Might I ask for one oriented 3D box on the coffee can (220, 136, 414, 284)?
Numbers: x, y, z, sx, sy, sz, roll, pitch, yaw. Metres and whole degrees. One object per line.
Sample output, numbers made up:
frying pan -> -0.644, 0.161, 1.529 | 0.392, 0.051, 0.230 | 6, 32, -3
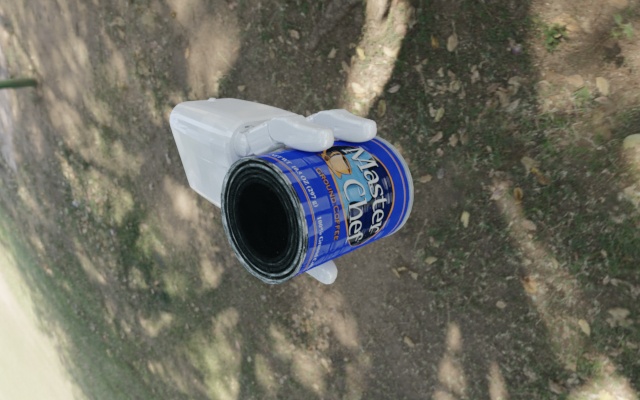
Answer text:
coffee can -> 0.000, 0.001, 0.419 | 0.103, 0.103, 0.140 | 0, 12, 45
